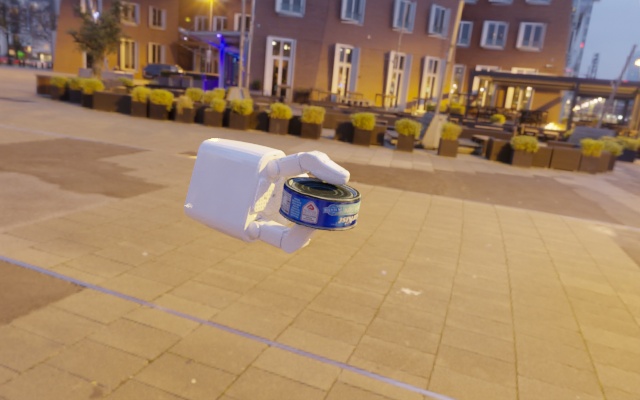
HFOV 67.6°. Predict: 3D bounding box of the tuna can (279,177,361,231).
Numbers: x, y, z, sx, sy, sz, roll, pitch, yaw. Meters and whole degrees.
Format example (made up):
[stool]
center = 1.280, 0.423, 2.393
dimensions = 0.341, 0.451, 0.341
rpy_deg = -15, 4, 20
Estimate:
[tuna can]
center = 0.000, 0.001, 0.513
dimensions = 0.086, 0.034, 0.086
rpy_deg = 10, 16, -3
